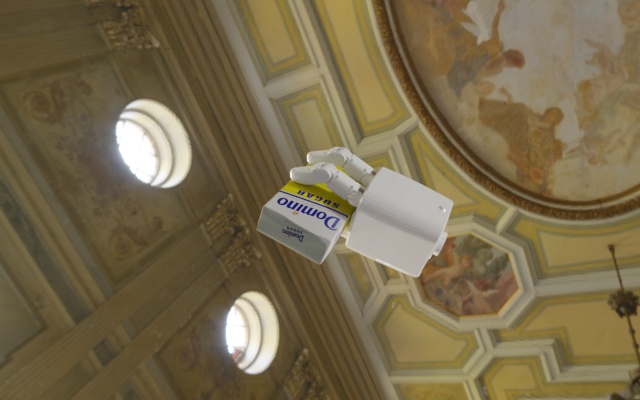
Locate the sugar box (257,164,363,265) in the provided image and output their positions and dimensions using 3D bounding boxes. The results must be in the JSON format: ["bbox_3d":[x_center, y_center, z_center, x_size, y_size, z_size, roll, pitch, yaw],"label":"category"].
[{"bbox_3d":[0.000,0.002,0.632,0.093,0.048,0.176,28,33,9],"label":"sugar box"}]
